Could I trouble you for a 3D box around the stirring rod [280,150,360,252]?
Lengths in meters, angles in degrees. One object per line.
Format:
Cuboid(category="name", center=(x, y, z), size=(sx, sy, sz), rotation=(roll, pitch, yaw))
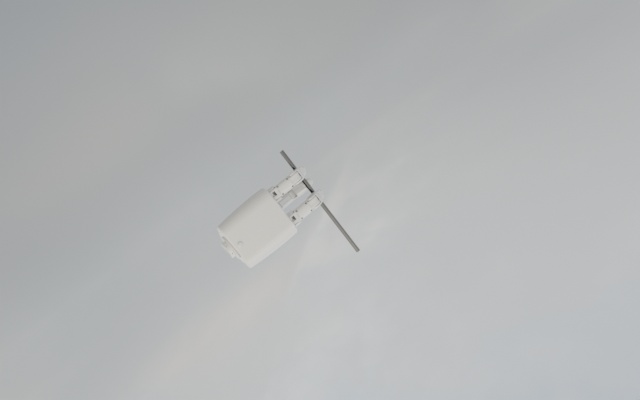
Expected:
Cuboid(category="stirring rod", center=(0.000, 0.003, 0.900), size=(0.011, 0.239, 0.011), rotation=(-37, 9, 7))
